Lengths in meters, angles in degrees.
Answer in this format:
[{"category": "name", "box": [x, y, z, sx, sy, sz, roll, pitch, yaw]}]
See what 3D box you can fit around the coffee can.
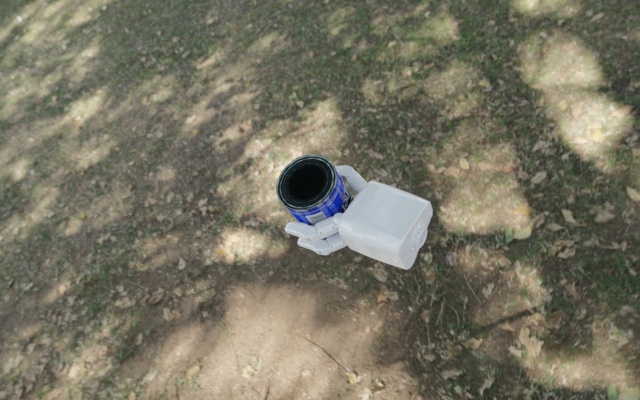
[{"category": "coffee can", "box": [0.000, 0.003, 0.802, 0.103, 0.102, 0.140, 0, -27, 22]}]
